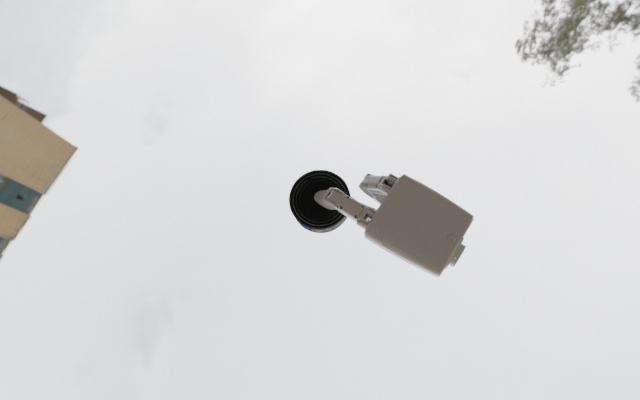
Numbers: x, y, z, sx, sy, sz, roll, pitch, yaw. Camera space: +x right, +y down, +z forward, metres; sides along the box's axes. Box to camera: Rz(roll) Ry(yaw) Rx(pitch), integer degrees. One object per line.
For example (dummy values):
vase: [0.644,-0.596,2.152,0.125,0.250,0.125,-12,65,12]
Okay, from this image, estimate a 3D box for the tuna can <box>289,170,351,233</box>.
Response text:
tuna can: [0.000,0.002,0.676,0.086,0.086,0.034,0,-16,5]
